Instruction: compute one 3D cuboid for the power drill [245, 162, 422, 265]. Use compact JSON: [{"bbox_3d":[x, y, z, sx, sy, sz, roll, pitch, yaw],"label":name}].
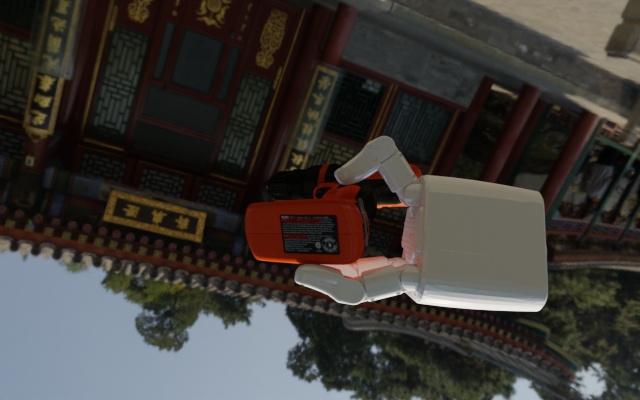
[{"bbox_3d":[0.000,0.002,0.483,0.184,0.057,0.187,-2,17,21],"label":"power drill"}]
